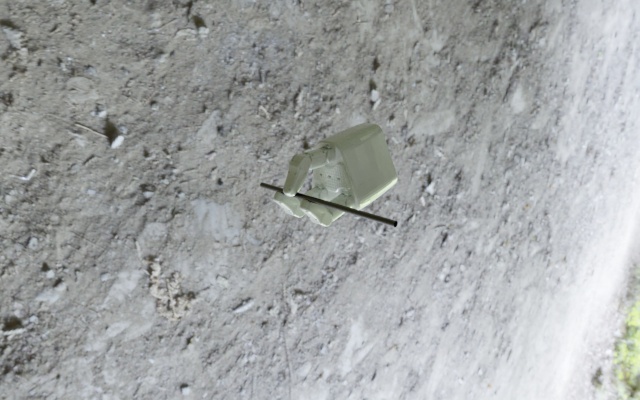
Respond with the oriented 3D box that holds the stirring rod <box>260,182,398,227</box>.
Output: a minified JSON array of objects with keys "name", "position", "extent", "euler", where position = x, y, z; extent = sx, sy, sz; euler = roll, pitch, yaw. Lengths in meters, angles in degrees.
[{"name":"stirring rod","position":[0.000,0.002,0.631],"extent":[0.239,0.011,0.011],"euler":[16,11,41]}]
